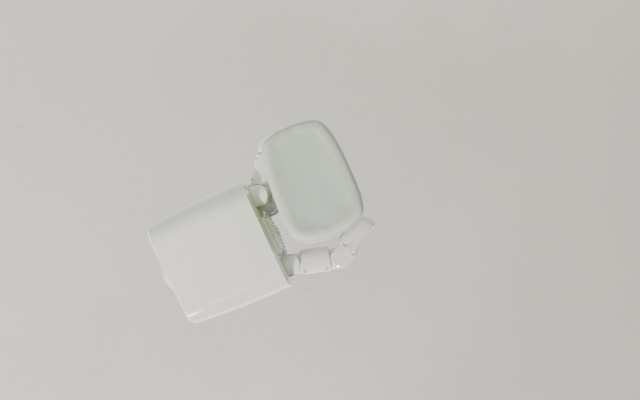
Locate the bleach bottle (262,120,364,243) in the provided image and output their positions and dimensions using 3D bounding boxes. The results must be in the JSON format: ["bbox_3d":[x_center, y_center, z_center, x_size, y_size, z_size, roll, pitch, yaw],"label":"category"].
[{"bbox_3d":[0.000,0.002,0.504,0.068,0.102,0.251,-22,-10,0],"label":"bleach bottle"}]
